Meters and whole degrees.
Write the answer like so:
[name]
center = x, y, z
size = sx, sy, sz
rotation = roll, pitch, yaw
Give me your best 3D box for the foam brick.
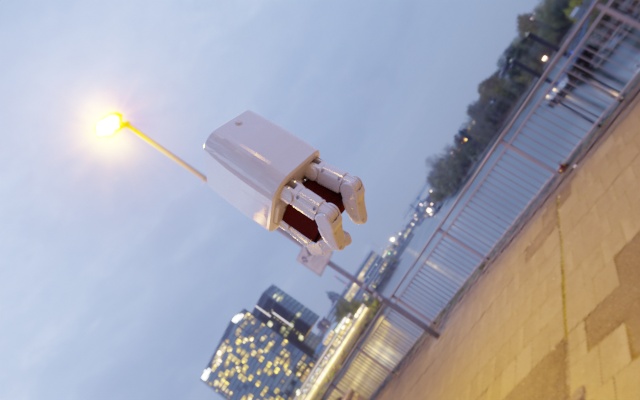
[foam brick]
center = 0.000, 0.002, 0.583
size = 0.051, 0.053, 0.078
rotation = 34, 43, 10
